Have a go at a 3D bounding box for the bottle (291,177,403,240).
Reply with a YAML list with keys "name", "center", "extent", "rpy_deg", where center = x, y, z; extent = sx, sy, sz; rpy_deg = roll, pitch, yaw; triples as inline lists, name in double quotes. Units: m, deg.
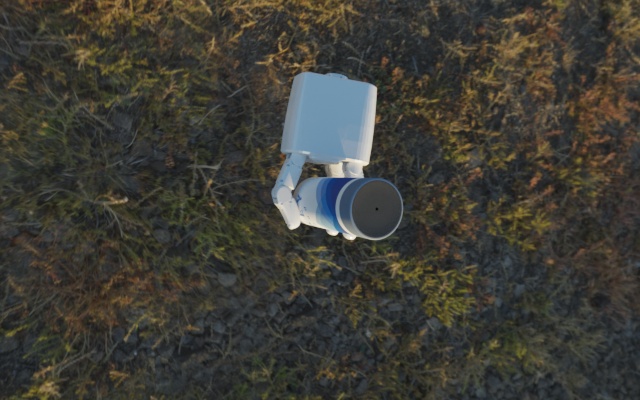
- name: "bottle"
  center: [0.000, 0.002, 0.641]
  extent: [0.069, 0.069, 0.295]
  rpy_deg: [0, 3, -24]
